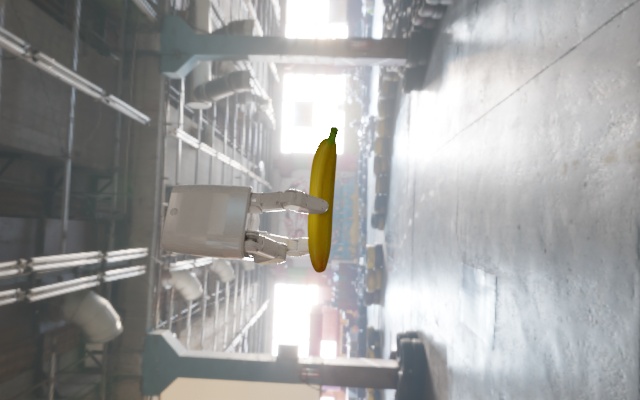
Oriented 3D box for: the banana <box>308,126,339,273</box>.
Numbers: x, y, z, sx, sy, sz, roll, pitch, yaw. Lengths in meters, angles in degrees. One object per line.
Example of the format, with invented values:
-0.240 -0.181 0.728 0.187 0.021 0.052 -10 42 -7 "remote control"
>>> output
0.001 -0.001 0.668 0.037 0.198 0.069 4 -1 2 "banana"
